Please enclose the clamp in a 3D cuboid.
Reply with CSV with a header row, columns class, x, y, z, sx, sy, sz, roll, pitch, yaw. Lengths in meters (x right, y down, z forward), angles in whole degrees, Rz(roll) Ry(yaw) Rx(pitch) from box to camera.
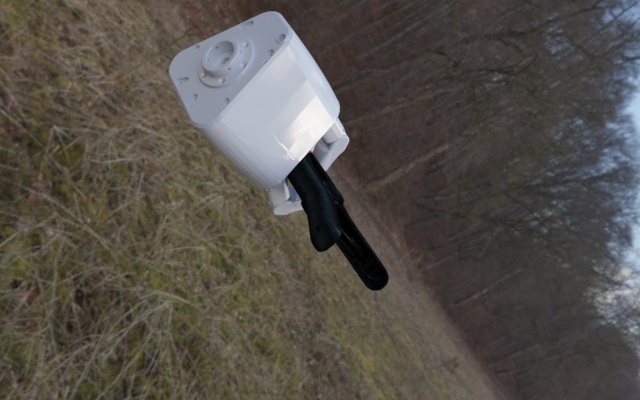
class,x,y,z,sx,sy,sz,roll,pitch,yaw
clamp,0.001,0.001,0.446,0.039,0.171,0.120,-35,-30,4
